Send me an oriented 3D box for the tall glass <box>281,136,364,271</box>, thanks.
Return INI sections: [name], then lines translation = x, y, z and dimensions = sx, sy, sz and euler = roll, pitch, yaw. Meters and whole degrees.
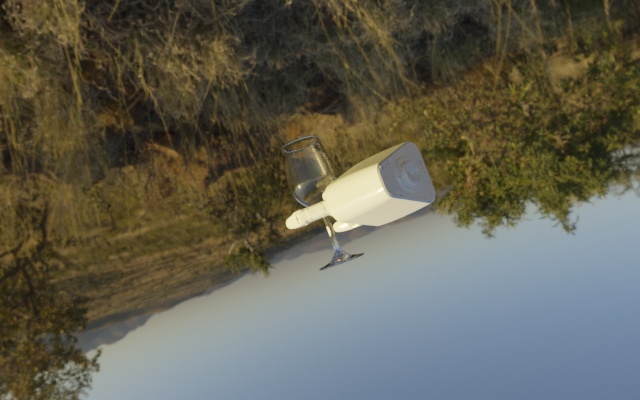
[tall glass]
translation = 0.000, 0.003, 0.748
dimensions = 0.079, 0.201, 0.079
euler = -20, -6, -2
